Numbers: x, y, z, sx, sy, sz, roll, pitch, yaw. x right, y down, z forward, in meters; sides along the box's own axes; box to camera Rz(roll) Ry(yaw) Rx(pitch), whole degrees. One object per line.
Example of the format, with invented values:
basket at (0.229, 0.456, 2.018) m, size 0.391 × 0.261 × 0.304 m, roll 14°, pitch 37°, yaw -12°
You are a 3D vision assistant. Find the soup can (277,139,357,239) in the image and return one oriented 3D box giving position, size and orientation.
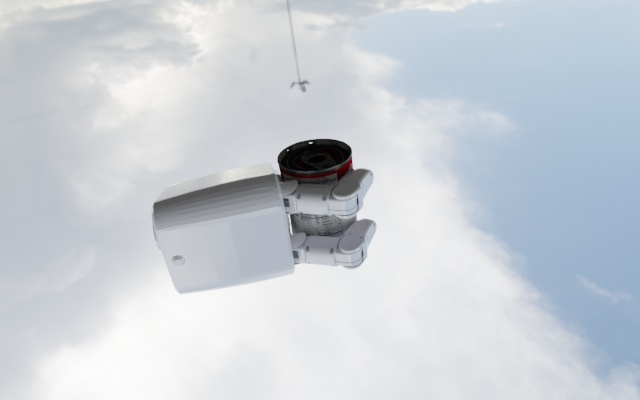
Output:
soup can at (0.001, 0.002, 0.454) m, size 0.068 × 0.102 × 0.068 m, roll -5°, pitch 30°, yaw 3°
